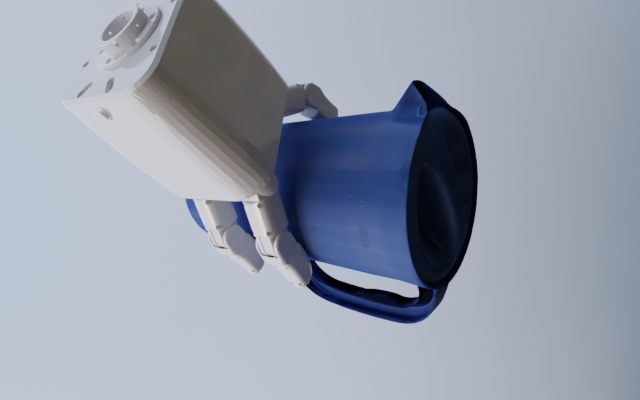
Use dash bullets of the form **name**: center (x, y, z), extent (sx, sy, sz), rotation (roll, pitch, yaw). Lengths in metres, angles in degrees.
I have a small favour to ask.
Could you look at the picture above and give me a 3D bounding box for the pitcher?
- **pitcher**: center (0.000, 0.001, 0.411), extent (0.243, 0.149, 0.145), rotation (4, -26, 36)
